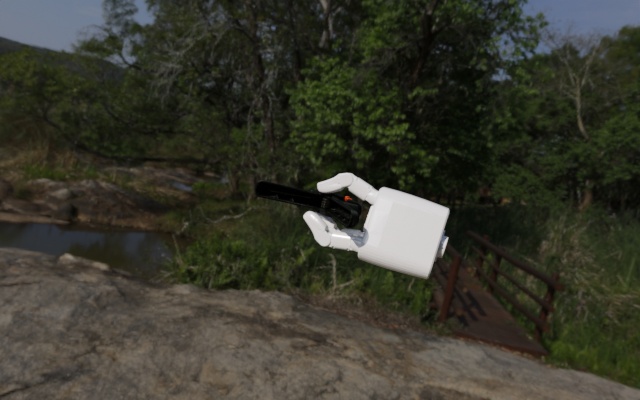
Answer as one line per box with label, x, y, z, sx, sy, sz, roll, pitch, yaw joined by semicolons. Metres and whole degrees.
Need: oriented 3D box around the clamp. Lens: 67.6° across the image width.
clamp;0.001;0.002;0.754;0.164;0.036;0.210;19;6;15
